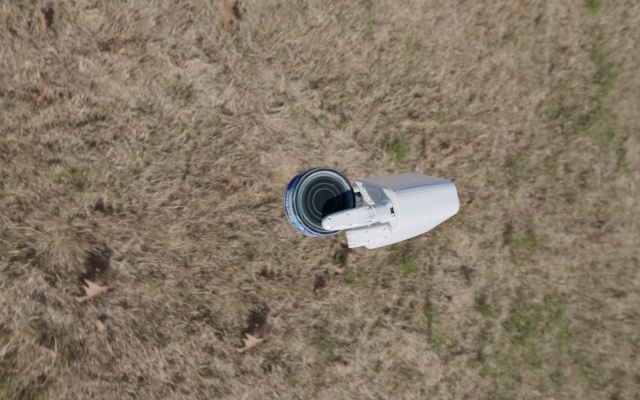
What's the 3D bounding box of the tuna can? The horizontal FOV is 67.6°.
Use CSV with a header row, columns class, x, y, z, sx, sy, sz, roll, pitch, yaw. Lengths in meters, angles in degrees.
class,x,y,z,sx,sy,sz,roll,pitch,yaw
tuna can,0.000,0.002,0.587,0.086,0.086,0.034,0,-3,-24
